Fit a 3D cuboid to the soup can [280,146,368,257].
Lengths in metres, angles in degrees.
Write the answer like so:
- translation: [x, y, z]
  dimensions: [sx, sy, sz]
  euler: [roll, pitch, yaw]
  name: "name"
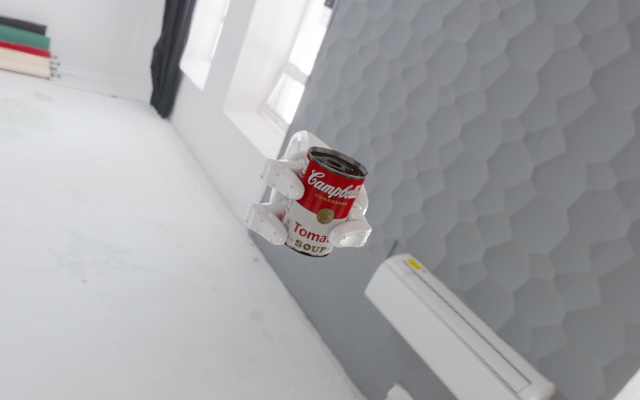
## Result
- translation: [0.000, 0.002, 0.517]
  dimensions: [0.068, 0.102, 0.068]
  euler: [20, 22, -8]
  name: "soup can"
